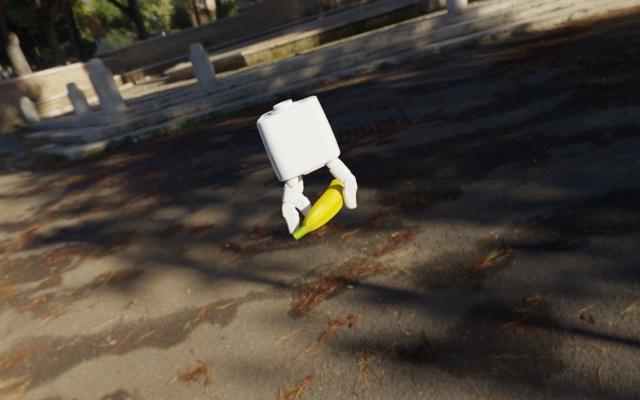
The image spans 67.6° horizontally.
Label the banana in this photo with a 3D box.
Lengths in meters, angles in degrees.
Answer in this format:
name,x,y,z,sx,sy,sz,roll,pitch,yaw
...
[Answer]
name,x,y,z,sx,sy,sz,roll,pitch,yaw
banana,0.014,-0.001,0.861,0.069,0.037,0.197,-18,18,33
